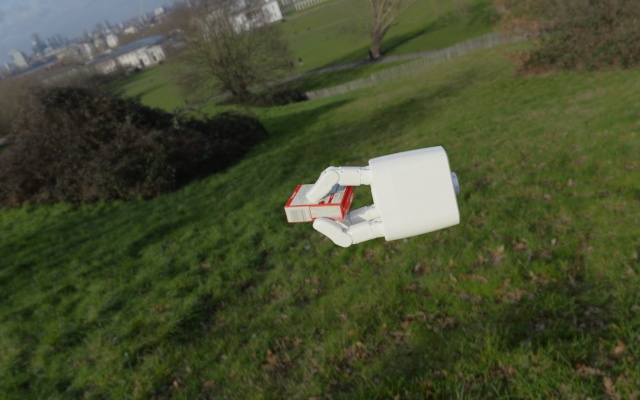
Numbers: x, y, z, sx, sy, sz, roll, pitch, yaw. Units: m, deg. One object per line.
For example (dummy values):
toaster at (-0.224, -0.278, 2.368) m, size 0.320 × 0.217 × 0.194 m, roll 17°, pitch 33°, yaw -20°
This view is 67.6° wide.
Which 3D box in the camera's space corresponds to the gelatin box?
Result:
gelatin box at (0.000, 0.002, 0.713) m, size 0.089 × 0.030 × 0.073 m, roll -3°, pitch 28°, yaw 17°
